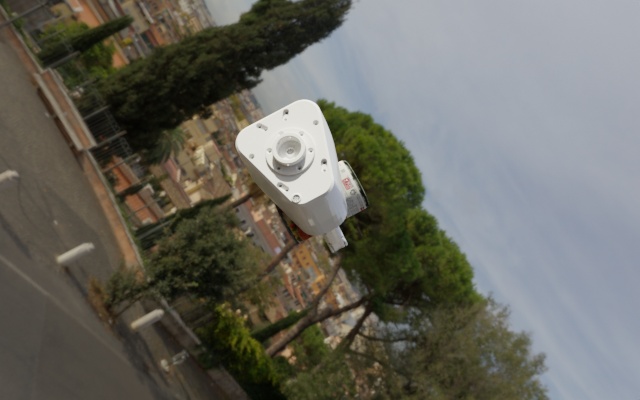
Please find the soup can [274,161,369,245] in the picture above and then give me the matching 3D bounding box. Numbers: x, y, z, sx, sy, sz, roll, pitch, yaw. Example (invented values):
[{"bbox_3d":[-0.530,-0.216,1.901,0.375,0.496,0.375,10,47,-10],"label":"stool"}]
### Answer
[{"bbox_3d":[0.000,0.002,0.594,0.102,0.068,0.068,-28,1,-1],"label":"soup can"}]
